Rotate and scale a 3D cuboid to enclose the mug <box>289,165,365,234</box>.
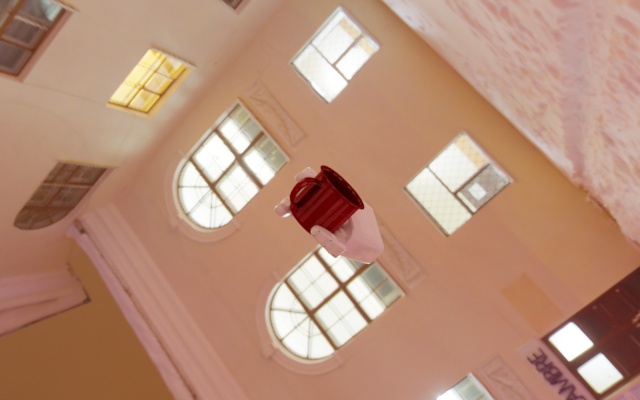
[{"bbox_3d":[-0.001,0.002,0.729,0.117,0.081,0.093,27,24,-48],"label":"mug"}]
